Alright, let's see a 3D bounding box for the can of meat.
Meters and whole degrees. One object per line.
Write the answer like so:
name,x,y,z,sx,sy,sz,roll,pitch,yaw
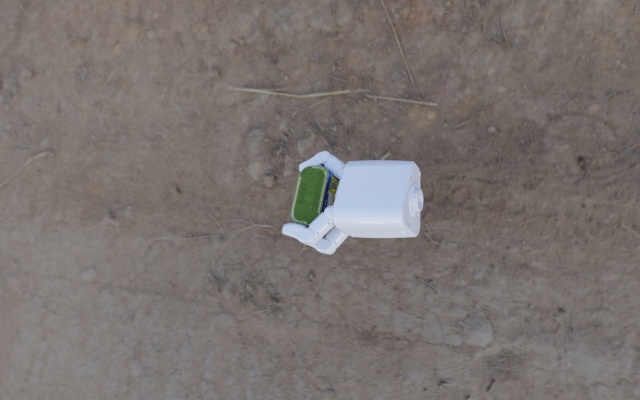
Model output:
can of meat,0.000,0.002,0.768,0.057,0.102,0.084,4,-15,28
